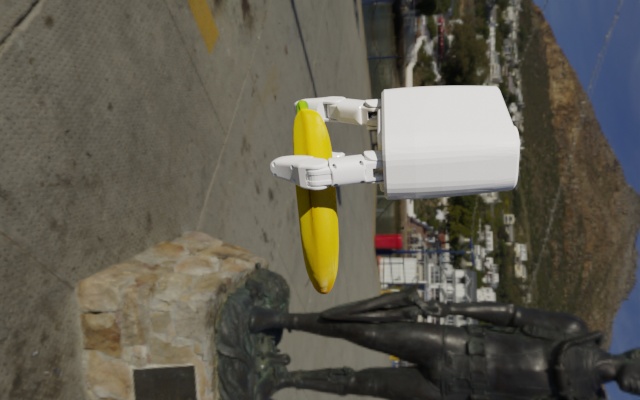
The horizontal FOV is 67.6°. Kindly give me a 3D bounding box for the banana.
[{"bbox_3d":[-0.002,0.000,0.456,0.037,0.198,0.069,-4,4,6],"label":"banana"}]
